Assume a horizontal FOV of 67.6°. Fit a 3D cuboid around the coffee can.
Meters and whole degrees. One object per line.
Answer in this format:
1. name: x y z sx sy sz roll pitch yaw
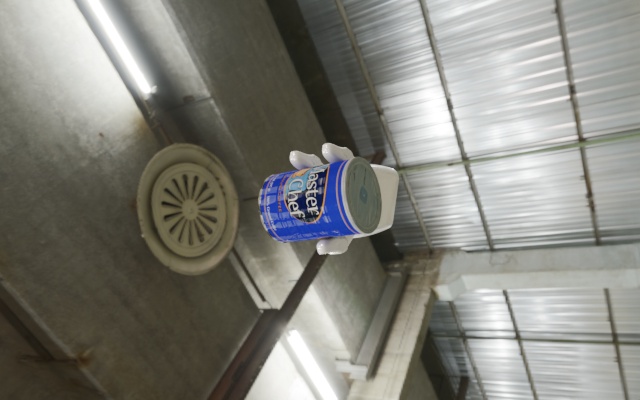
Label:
1. coffee can: 0.000 0.002 0.664 0.140 0.103 0.103 -9 -5 32
